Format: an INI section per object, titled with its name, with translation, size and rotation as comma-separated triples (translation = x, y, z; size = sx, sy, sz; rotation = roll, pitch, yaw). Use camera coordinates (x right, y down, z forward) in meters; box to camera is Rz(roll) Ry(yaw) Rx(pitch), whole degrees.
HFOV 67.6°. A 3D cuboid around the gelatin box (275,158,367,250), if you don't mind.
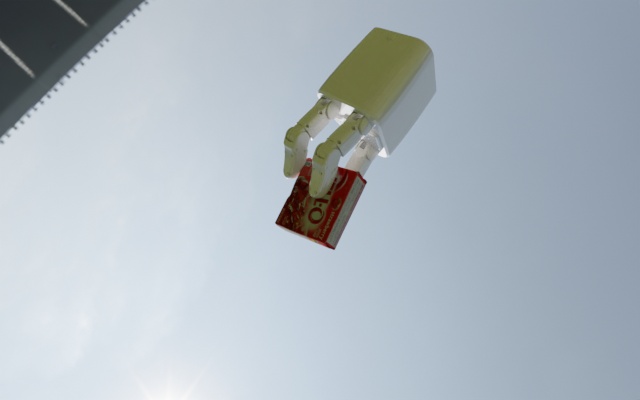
[gelatin box]
translation = 0.000, 0.002, 0.538
size = 0.073, 0.089, 0.030
rotation = 19, -12, 34
